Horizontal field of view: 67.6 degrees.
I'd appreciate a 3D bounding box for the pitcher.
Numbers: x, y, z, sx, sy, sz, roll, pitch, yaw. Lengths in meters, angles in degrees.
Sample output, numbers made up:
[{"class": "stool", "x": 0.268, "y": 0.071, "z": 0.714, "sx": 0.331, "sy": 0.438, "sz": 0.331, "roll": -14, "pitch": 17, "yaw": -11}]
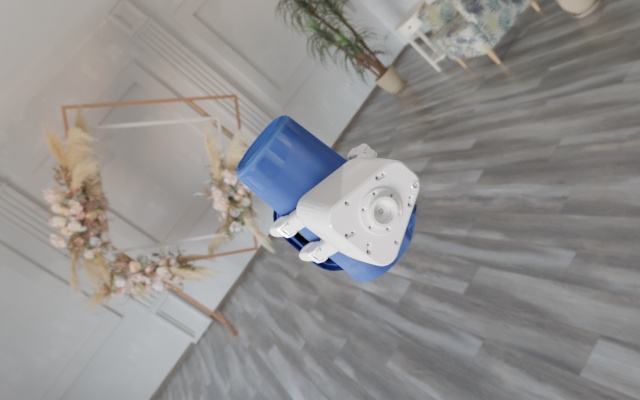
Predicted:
[{"class": "pitcher", "x": 0.000, "y": 0.002, "z": 0.674, "sx": 0.243, "sy": 0.149, "sz": 0.145, "roll": 39, "pitch": -7, "yaw": -17}]
